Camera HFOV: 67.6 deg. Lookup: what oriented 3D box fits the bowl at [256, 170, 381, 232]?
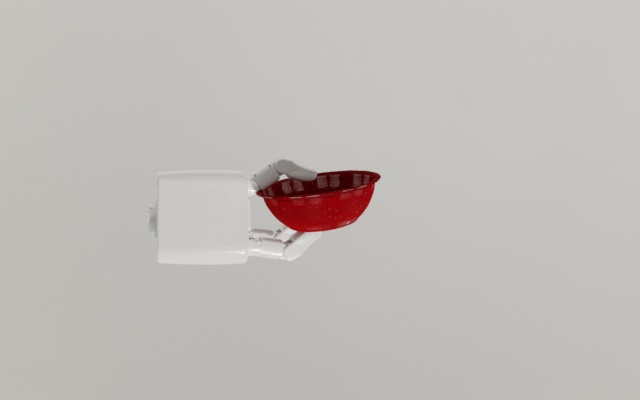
[{"bbox_3d":[0.001,0.002,0.619,0.162,0.055,0.162,-8,12,2],"label":"bowl"}]
